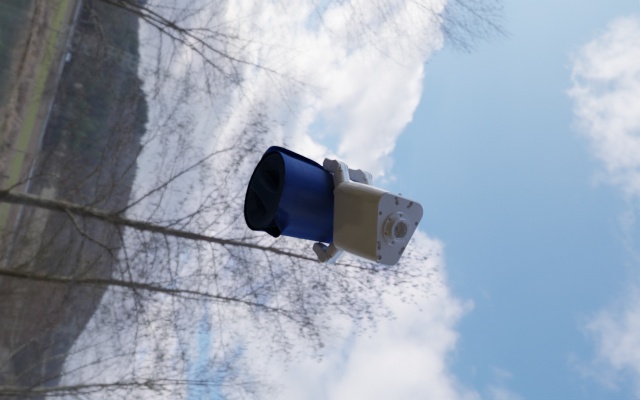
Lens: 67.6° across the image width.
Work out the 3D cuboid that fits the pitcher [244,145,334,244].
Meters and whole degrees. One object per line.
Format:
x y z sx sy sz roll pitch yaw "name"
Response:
0.000 0.003 0.825 0.243 0.149 0.145 17 -1 -32 "pitcher"
